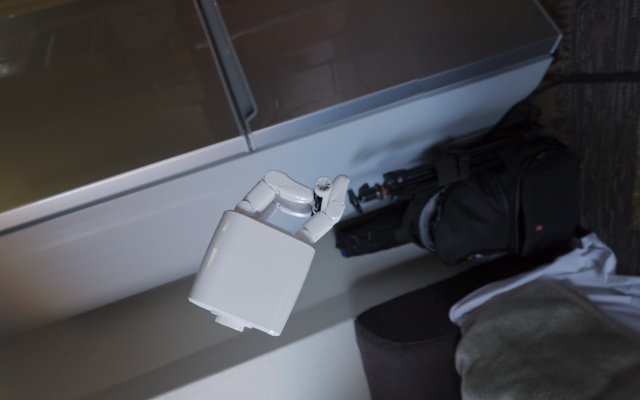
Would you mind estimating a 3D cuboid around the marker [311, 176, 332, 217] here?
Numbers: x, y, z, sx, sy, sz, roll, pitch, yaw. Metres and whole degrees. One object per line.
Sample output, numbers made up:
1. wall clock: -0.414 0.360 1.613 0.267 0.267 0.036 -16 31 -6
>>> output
1. marker: 0.000 0.002 0.556 0.020 0.020 0.121 0 -18 -3
